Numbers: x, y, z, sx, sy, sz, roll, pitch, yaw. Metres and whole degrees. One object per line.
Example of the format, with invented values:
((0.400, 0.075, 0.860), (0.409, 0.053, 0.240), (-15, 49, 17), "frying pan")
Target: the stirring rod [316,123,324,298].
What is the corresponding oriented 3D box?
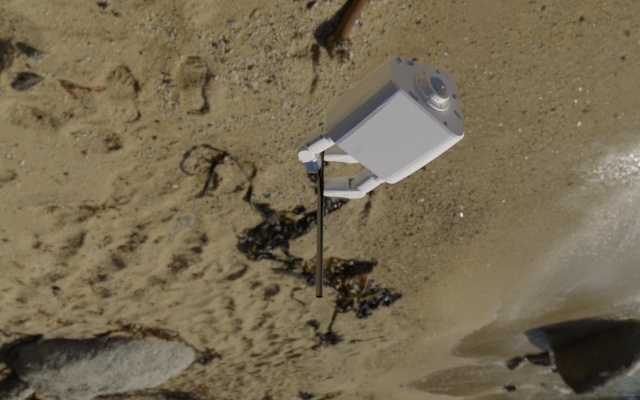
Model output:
((0.000, 0.002, 0.589), (0.011, 0.239, 0.011), (1, -29, 0), "stirring rod")
